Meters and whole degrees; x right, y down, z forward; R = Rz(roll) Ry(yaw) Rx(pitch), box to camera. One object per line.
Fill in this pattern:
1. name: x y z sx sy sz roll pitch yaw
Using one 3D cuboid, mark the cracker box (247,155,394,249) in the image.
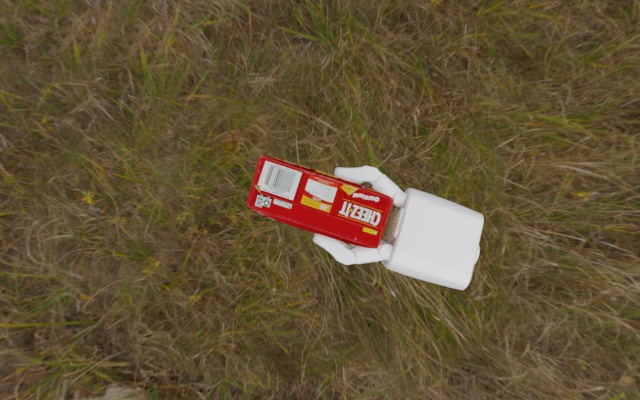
1. cracker box: 0.000 0.002 0.650 0.164 0.072 0.213 18 1 1
